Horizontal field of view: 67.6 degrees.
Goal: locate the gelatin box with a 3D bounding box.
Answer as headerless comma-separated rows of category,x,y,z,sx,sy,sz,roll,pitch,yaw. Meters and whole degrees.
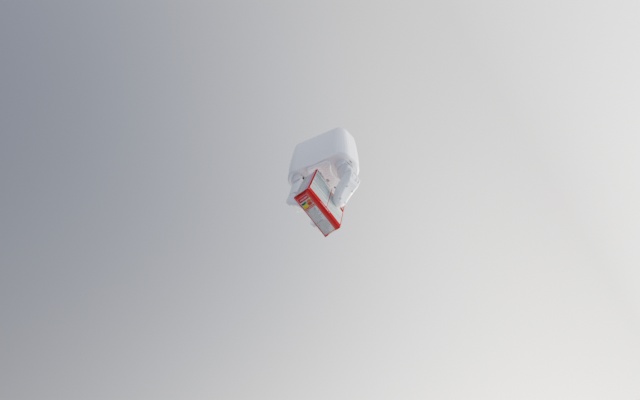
gelatin box,0.000,0.002,0.694,0.030,0.073,0.089,-34,14,18
